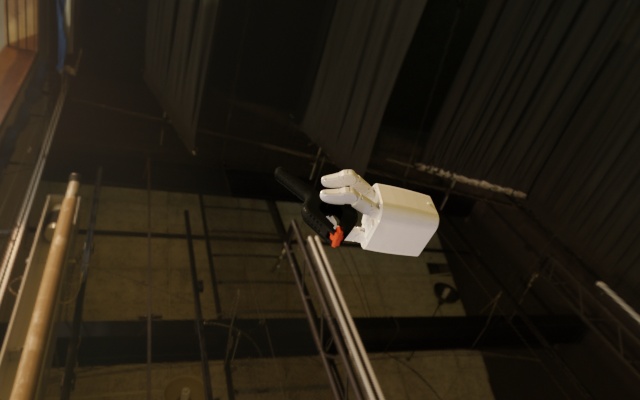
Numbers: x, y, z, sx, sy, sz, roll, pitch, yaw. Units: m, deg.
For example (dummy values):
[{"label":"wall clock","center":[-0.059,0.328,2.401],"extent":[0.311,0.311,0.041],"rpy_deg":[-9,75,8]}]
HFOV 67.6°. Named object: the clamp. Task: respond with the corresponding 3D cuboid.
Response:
[{"label":"clamp","center":[0.000,0.004,0.811],"extent":[0.164,0.036,0.209],"rpy_deg":[8,31,-8]}]
